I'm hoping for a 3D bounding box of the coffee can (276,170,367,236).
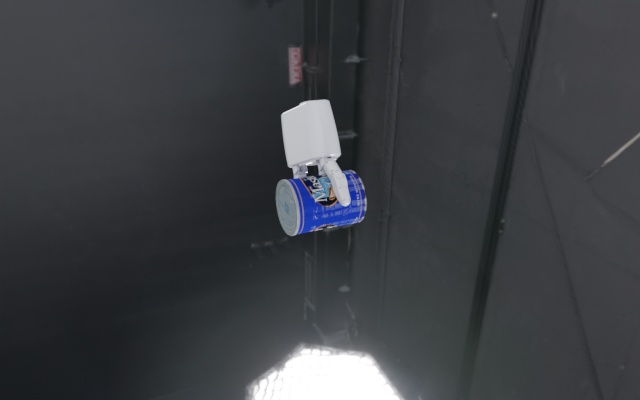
[{"bbox_3d":[0.000,0.003,0.887,0.140,0.103,0.103,-10,4,-24],"label":"coffee can"}]
